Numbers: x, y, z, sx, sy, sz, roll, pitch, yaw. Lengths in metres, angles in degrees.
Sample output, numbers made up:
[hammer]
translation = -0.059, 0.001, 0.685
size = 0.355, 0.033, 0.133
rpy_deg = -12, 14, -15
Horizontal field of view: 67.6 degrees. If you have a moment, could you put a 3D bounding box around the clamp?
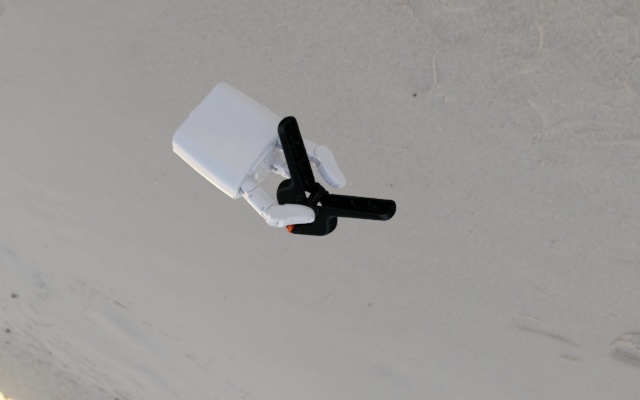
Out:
[clamp]
translation = -0.001, 0.003, 0.608
size = 0.164, 0.036, 0.210
rpy_deg = 38, -30, 7
